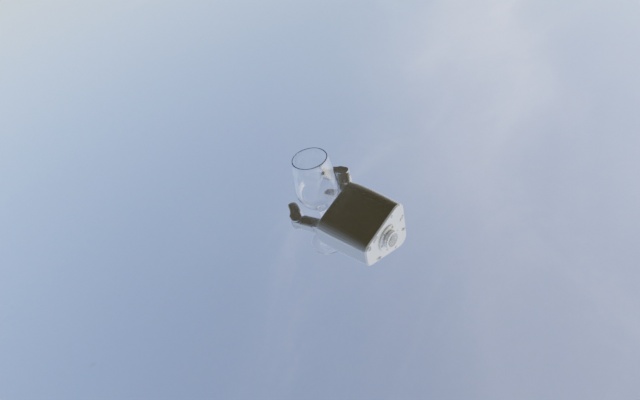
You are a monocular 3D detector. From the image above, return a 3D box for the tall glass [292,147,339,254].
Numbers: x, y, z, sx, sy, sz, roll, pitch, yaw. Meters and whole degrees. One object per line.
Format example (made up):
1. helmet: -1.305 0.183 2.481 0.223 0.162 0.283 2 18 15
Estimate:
1. tall glass: 0.000 0.003 0.864 0.079 0.201 0.079 -9 40 7
